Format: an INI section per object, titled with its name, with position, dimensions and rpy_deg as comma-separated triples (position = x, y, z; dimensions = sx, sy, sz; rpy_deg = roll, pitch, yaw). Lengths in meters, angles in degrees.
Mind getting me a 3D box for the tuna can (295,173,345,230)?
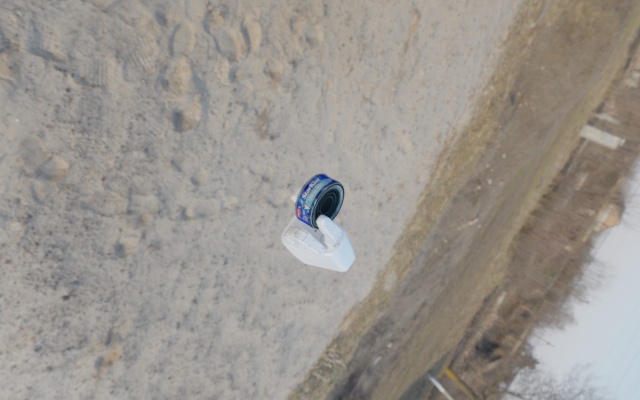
[tuna can]
position = 0.001, 0.003, 0.759
dimensions = 0.033, 0.086, 0.086
rpy_deg = 30, 16, 30
